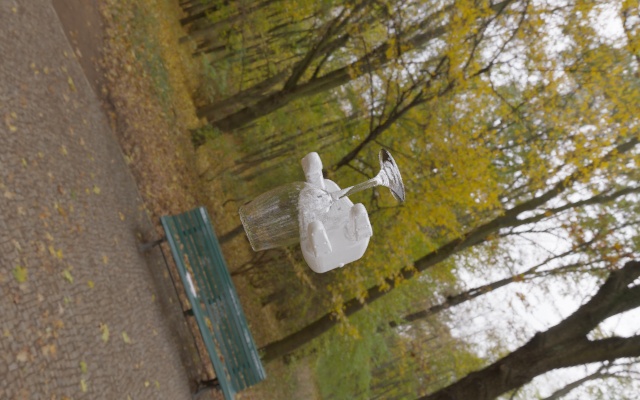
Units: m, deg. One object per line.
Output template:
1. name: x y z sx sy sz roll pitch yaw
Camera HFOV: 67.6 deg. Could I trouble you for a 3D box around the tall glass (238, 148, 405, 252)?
1. tall glass: 0.001 0.002 0.611 0.201 0.079 0.079 -20 2 -5
